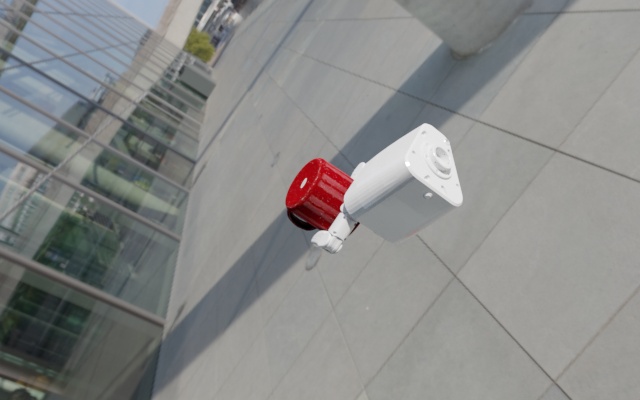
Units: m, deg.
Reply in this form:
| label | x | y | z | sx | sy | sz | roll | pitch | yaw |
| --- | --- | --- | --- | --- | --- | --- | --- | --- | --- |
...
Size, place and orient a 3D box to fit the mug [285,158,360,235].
| label | x | y | z | sx | sy | sz | roll | pitch | yaw |
| --- | --- | --- | --- | --- | --- | --- | --- | --- | --- |
| mug | -0.001 | 0.003 | 0.645 | 0.081 | 0.093 | 0.117 | 33 | -46 | -22 |
